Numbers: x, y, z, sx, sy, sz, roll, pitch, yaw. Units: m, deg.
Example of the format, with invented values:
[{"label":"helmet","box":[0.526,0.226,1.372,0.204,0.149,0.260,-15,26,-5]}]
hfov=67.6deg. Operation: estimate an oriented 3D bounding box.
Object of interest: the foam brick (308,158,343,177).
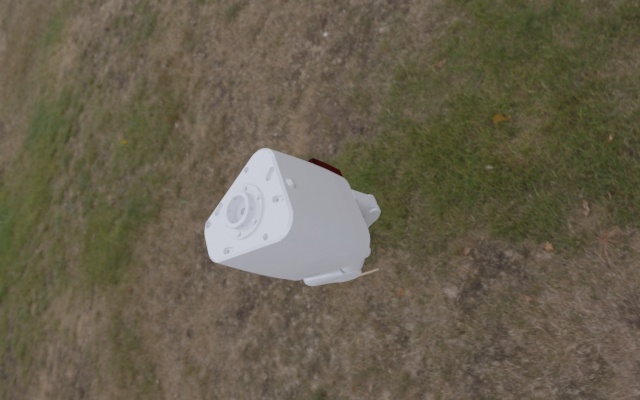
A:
[{"label":"foam brick","box":[0.000,0.002,0.534,0.053,0.078,0.051,-39,-36,27]}]
